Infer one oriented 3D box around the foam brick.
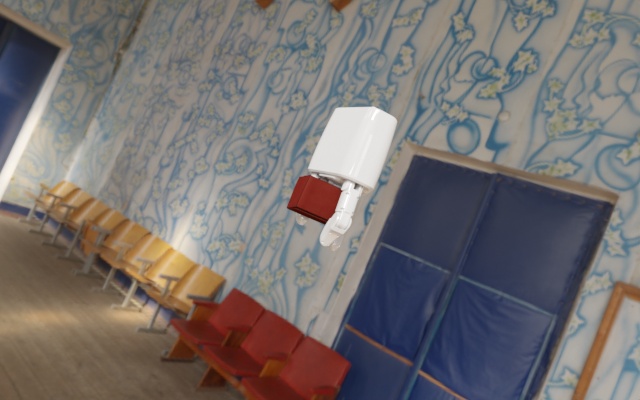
[{"bbox_3d":[0.000,0.002,0.680,0.078,0.051,0.053,24,-8,-18],"label":"foam brick"}]
